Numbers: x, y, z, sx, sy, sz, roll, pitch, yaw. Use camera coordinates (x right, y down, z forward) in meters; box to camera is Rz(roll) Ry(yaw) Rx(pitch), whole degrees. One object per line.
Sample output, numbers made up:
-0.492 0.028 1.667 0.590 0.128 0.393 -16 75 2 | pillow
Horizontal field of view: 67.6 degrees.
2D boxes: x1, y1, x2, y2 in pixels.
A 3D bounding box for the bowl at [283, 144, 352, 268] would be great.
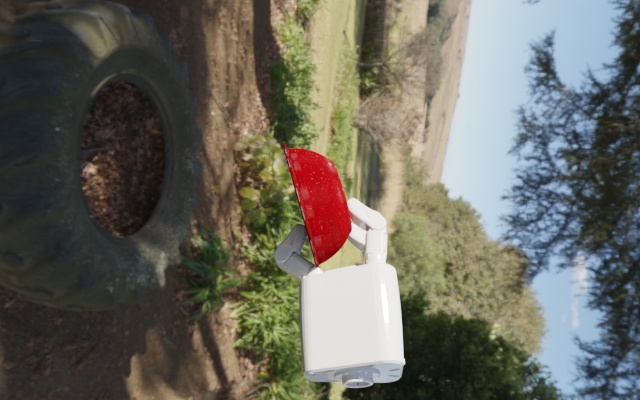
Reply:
0.000 0.001 0.590 0.055 0.162 0.162 -16 1 -3 | bowl
